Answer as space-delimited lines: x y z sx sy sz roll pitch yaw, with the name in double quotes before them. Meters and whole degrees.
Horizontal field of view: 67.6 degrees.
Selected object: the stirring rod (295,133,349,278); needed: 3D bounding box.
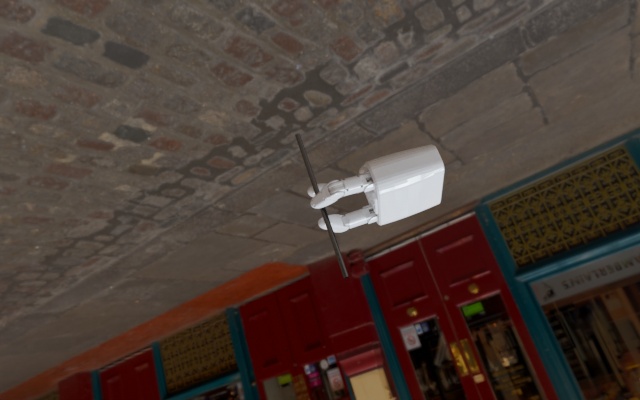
"stirring rod" 0.000 0.002 0.718 0.011 0.239 0.011 -17 -20 -6
